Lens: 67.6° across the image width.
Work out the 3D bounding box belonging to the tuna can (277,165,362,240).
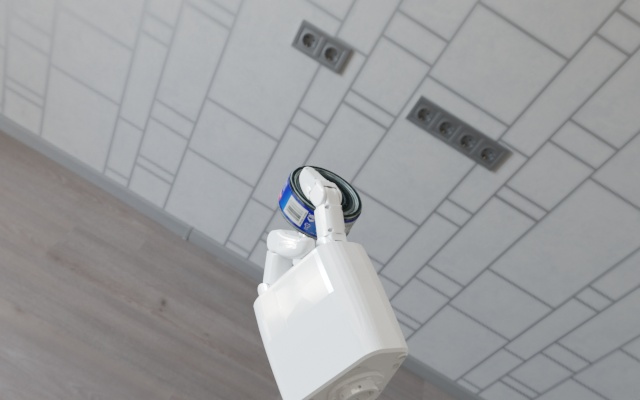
[{"bbox_3d":[0.000,0.001,0.502,0.086,0.034,0.086,20,34,-14],"label":"tuna can"}]
